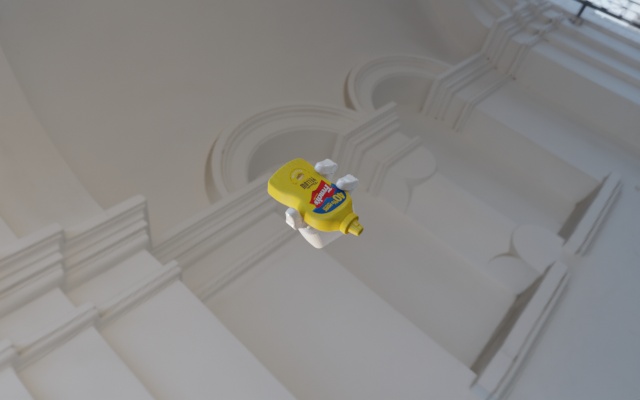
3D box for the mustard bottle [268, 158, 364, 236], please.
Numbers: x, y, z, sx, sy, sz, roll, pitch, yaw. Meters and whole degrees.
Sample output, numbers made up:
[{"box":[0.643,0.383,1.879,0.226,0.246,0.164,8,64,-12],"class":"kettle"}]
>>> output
[{"box":[0.000,0.003,0.879,0.191,0.058,0.096,37,53,21],"class":"mustard bottle"}]
